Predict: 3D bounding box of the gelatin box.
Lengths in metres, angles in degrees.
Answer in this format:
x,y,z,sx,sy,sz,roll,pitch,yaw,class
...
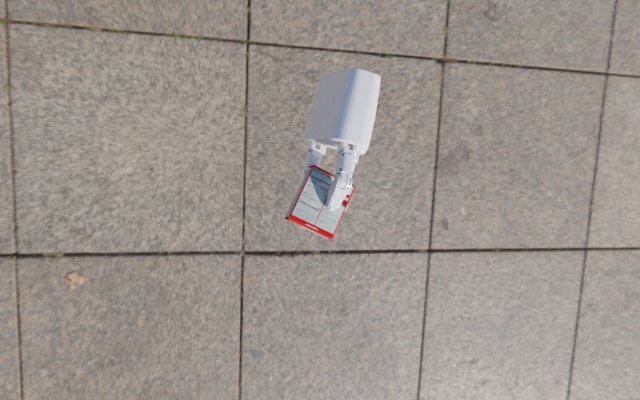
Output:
x,y,z,sx,sy,sz,roll,pitch,yaw,class
0.000,0.003,0.700,0.073,0.089,0.030,26,-8,-14,gelatin box
